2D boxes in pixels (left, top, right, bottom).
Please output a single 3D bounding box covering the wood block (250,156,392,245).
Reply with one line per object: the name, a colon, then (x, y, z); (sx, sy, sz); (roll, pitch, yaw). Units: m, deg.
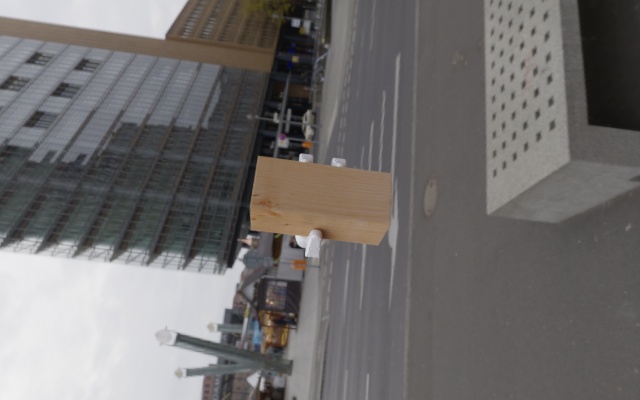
wood block: (0.000, 0.003, 0.744); (0.206, 0.090, 0.090); (7, -27, -4)
